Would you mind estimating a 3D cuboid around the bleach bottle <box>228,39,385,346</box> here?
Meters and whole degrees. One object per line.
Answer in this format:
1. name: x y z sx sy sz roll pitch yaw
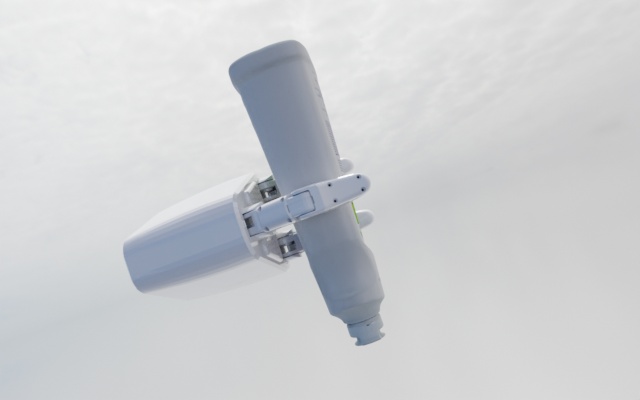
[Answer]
1. bleach bottle: 0.000 0.001 0.408 0.068 0.251 0.102 -20 -3 7
